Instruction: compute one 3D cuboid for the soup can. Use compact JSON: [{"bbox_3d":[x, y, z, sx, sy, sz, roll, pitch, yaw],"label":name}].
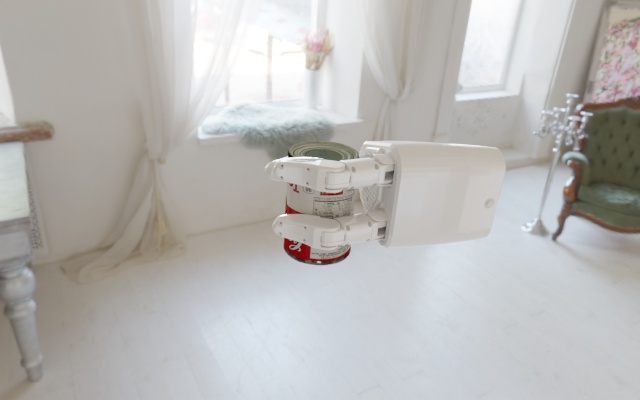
[{"bbox_3d":[0.000,0.001,0.458,0.068,0.102,0.068,3,25,-2],"label":"soup can"}]
